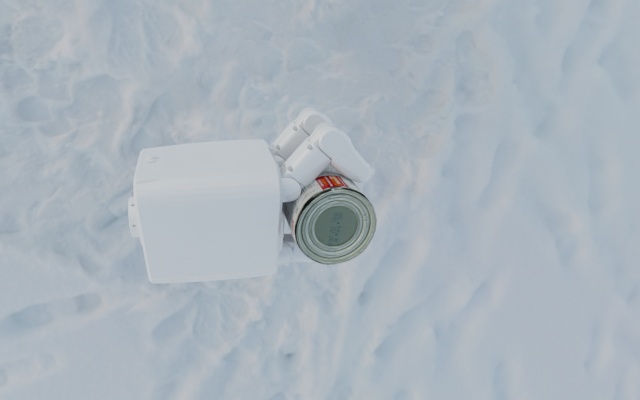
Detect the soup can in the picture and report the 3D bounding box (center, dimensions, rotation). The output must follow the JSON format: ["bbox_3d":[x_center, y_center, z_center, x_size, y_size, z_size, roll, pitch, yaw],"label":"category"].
[{"bbox_3d":[0.001,0.002,0.411,0.068,0.068,0.102,0,23,-16],"label":"soup can"}]
